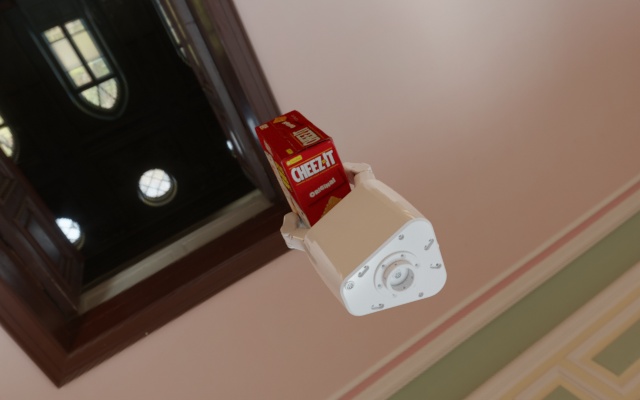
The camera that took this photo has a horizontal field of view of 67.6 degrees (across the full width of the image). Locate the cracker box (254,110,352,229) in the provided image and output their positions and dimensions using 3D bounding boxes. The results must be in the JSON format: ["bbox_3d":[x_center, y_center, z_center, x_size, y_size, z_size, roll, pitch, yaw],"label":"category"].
[{"bbox_3d":[0.000,0.002,0.627,0.072,0.214,0.164,-27,27,-7],"label":"cracker box"}]
